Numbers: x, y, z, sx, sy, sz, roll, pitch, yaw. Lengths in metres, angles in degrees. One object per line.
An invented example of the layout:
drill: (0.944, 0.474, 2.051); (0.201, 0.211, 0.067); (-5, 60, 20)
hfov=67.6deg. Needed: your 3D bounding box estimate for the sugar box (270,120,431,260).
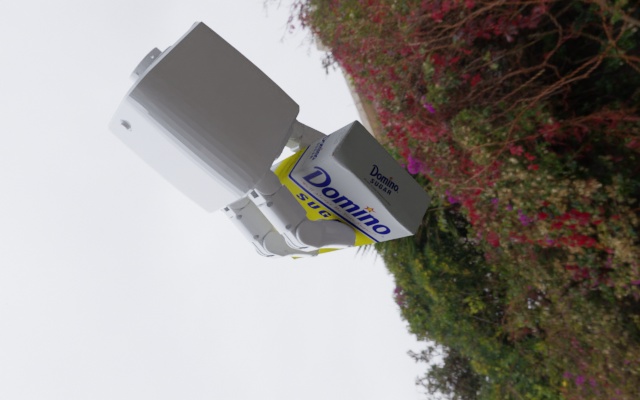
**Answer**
sugar box: (0.000, 0.002, 0.422); (0.093, 0.048, 0.176); (43, -30, -18)
